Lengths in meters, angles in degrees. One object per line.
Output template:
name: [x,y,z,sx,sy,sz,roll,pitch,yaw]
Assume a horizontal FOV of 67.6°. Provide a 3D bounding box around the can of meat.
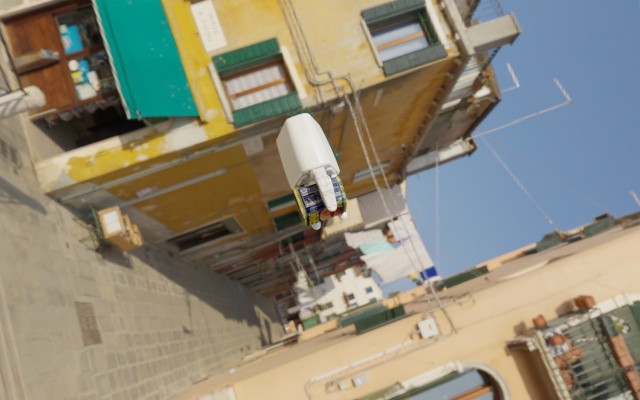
can of meat: [0.000,0.003,0.869,0.084,0.057,0.102,-20,-18,-6]
